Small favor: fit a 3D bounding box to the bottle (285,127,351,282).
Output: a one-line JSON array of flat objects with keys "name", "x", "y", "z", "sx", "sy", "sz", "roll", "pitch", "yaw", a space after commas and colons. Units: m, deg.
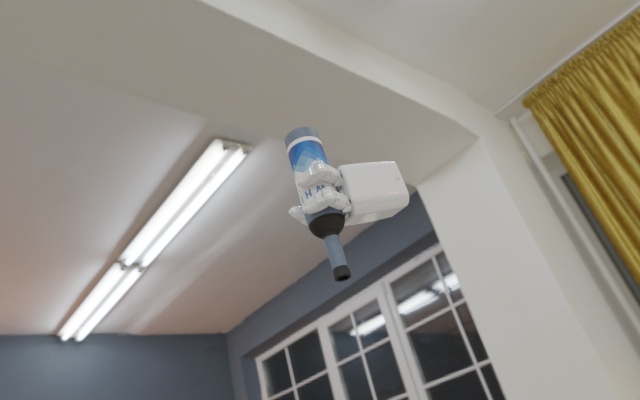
[{"name": "bottle", "x": 0.000, "y": 0.003, "z": 0.836, "sx": 0.069, "sy": 0.295, "sz": 0.069, "roll": -12, "pitch": -31, "yaw": -7}]
